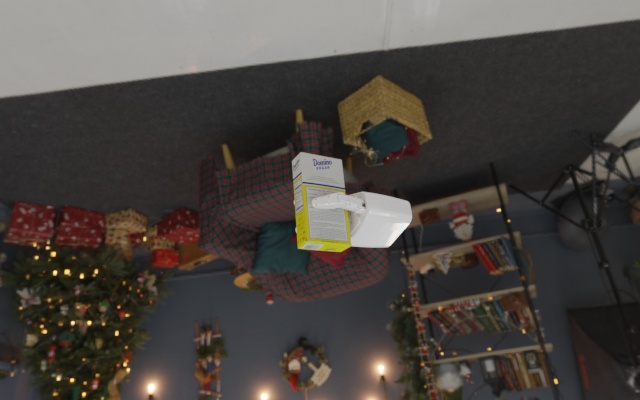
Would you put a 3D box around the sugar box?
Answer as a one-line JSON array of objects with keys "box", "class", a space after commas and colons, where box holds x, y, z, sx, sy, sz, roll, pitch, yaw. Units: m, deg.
[{"box": [0.000, 0.003, 0.882, 0.093, 0.176, 0.048, 8, -28, -28], "class": "sugar box"}]
